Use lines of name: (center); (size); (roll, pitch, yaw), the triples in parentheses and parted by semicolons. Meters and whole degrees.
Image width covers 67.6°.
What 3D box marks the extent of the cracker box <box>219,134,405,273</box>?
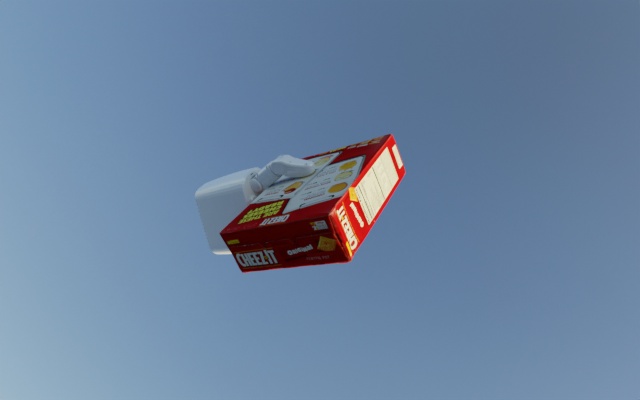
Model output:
cracker box: (0.000, 0.002, 0.620); (0.164, 0.072, 0.213); (-11, 24, 34)
